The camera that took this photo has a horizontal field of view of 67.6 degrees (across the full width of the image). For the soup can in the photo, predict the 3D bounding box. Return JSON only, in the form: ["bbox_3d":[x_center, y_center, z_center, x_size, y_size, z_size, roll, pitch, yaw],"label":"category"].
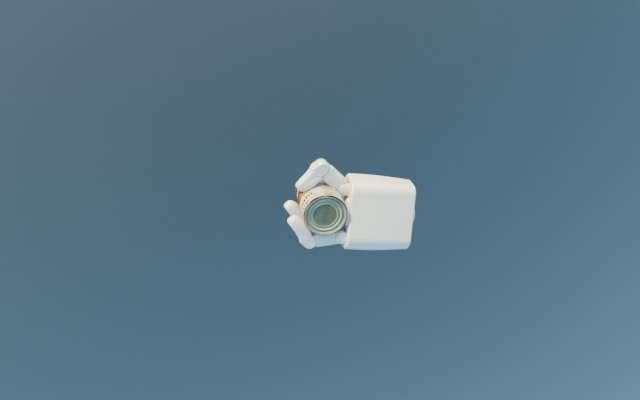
[{"bbox_3d":[0.000,0.002,0.750,0.068,0.068,0.102,0,25,-10],"label":"soup can"}]
